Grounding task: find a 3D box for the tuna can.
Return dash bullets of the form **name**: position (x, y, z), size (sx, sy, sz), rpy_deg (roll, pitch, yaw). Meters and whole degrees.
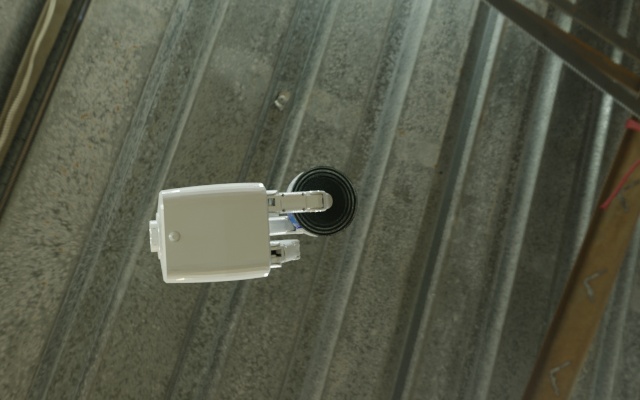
- **tuna can**: position (0.000, 0.002, 0.587), size (0.086, 0.086, 0.034), rpy_deg (0, -4, -18)
